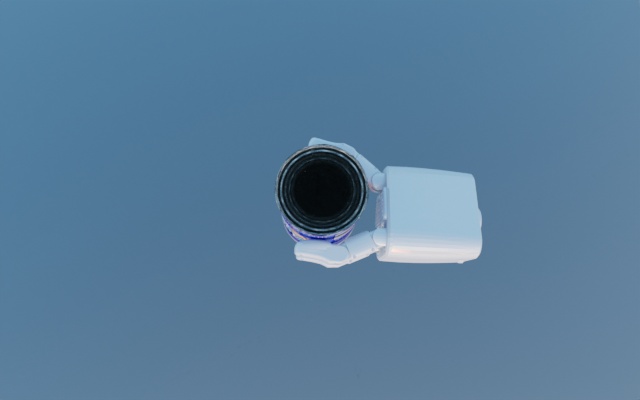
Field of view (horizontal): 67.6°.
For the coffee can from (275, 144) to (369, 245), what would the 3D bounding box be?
[{"bbox_3d":[0.000,0.002,0.583,0.103,0.102,0.140,0,-12,-1],"label":"coffee can"}]
